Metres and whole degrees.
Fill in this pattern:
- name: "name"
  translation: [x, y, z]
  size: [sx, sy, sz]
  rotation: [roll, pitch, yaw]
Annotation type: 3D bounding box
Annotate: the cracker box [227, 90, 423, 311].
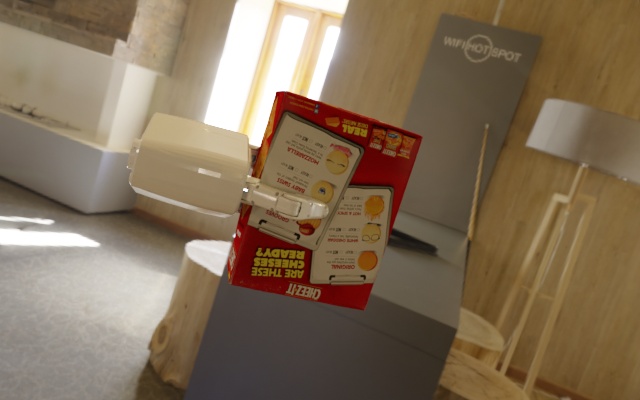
- name: "cracker box"
  translation: [0.000, 0.002, 0.545]
  size: [0.164, 0.214, 0.072]
  rotation: [15, 9, -16]
